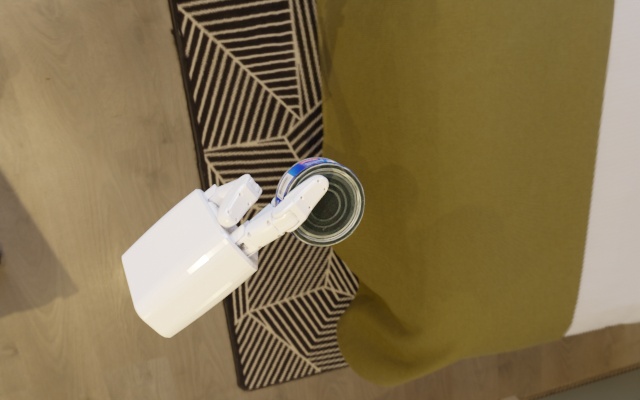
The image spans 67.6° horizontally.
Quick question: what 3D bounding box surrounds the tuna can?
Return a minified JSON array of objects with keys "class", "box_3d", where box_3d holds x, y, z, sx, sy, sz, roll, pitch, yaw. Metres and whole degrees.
[{"class":"tuna can","box_3d":[0.000,0.002,0.474,0.086,0.086,0.033,0,12,-19]}]
